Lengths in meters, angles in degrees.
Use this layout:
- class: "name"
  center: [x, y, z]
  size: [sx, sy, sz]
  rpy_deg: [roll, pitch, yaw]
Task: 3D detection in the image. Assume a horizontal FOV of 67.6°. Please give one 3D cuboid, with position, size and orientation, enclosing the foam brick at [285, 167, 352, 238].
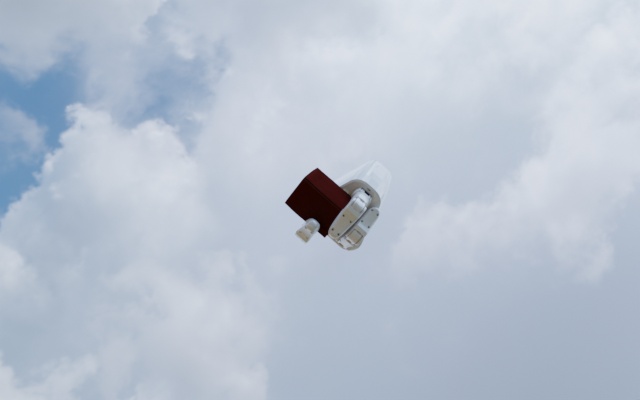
- class: "foam brick"
  center: [0.000, 0.002, 0.671]
  size: [0.053, 0.078, 0.051]
  rpy_deg: [-48, 1, 30]
